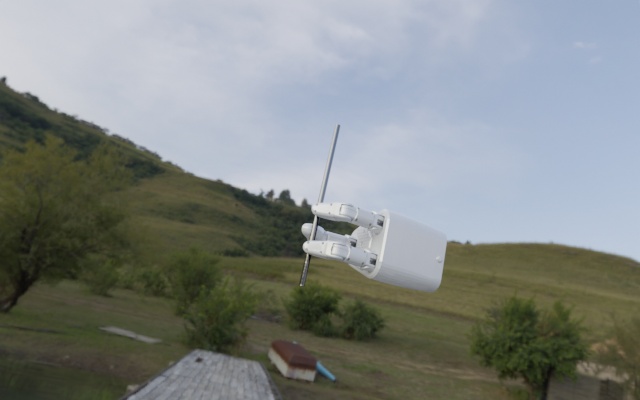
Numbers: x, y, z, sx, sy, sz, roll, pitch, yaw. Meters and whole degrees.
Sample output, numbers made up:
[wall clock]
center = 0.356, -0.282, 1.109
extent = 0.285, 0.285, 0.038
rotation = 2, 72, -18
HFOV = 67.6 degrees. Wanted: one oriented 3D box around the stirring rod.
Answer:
[stirring rod]
center = 0.000, 0.002, 0.675
extent = 0.011, 0.239, 0.011
rotation = 12, -15, 3
